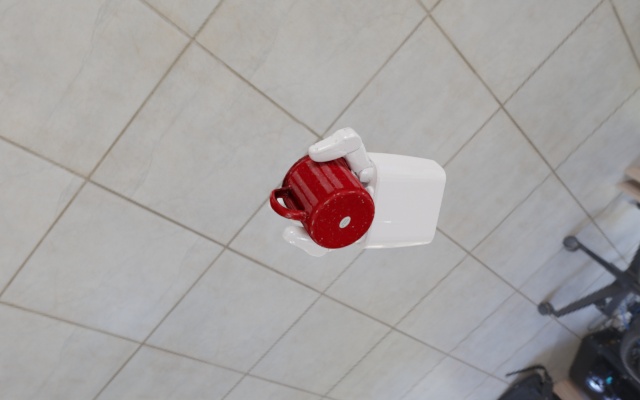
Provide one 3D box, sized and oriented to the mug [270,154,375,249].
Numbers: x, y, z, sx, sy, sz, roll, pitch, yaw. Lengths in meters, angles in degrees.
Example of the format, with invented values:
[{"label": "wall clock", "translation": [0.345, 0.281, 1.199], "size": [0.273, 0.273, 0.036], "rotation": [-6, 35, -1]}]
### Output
[{"label": "mug", "translation": [-0.001, 0.002, 0.545], "size": [0.117, 0.093, 0.081], "rotation": [0, 32, -26]}]
